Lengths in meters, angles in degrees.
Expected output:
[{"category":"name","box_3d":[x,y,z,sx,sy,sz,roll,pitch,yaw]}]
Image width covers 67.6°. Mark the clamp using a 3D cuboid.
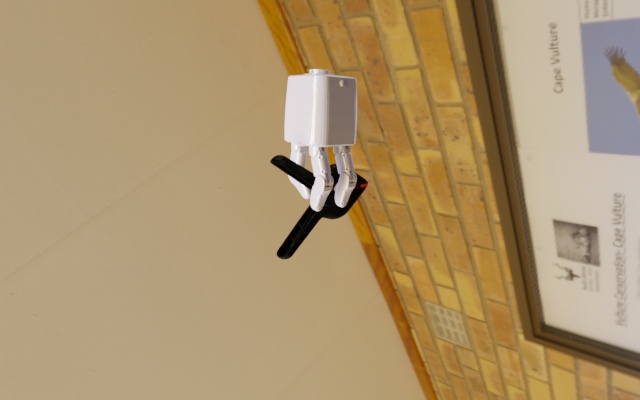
[{"category":"clamp","box_3d":[0.000,0.002,0.786,0.036,0.164,0.210,16,18,42]}]
